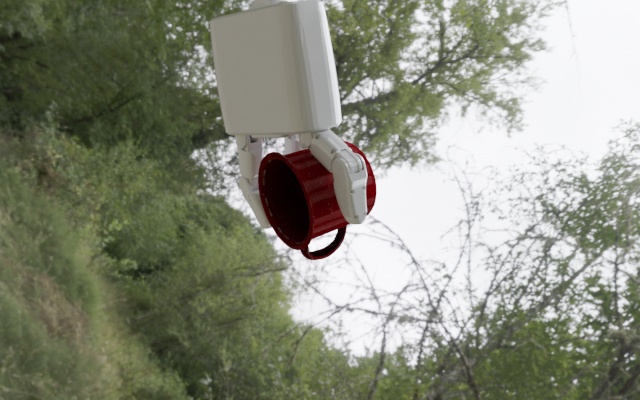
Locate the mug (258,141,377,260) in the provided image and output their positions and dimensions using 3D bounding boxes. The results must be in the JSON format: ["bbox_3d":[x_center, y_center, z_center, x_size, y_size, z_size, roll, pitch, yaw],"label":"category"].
[{"bbox_3d":[0.000,0.003,0.458,0.081,0.117,0.093,-19,22,-31],"label":"mug"}]
